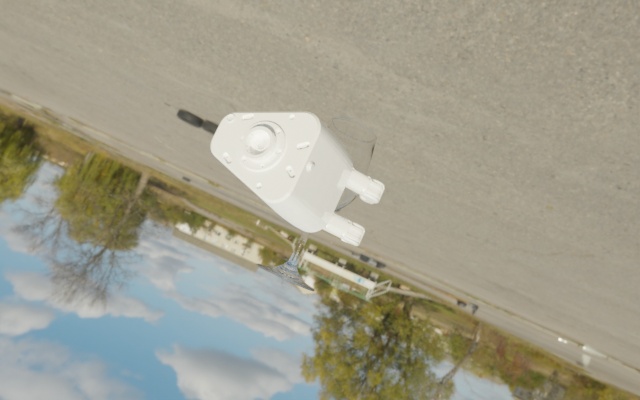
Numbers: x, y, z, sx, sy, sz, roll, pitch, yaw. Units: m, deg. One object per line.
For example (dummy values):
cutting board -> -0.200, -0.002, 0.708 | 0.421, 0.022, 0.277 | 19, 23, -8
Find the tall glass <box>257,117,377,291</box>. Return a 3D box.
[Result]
tall glass -> 0.000, 0.003, 0.576 | 0.079, 0.201, 0.079 | 24, -8, 3
